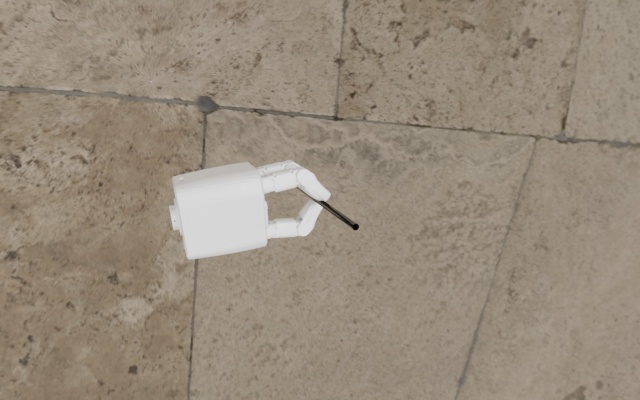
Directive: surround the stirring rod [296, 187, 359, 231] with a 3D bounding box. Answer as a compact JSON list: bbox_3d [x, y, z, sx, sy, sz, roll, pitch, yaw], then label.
[{"bbox_3d":[0.000,0.002,0.639,0.011,0.011,0.239,0,13,-20],"label":"stirring rod"}]
